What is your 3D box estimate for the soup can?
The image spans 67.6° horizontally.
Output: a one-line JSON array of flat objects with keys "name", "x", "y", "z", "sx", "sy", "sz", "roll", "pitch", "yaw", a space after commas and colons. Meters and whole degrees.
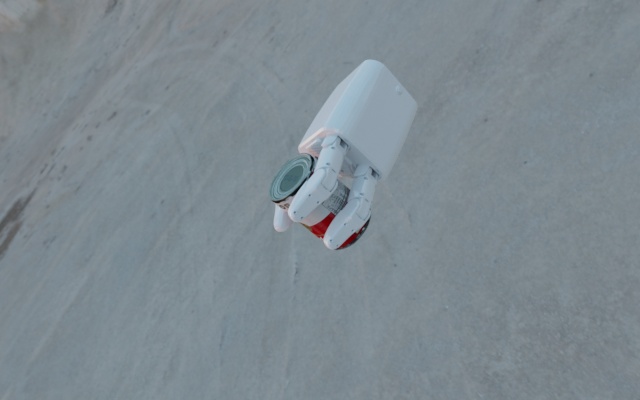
[{"name": "soup can", "x": 0.000, "y": 0.002, "z": 0.542, "sx": 0.102, "sy": 0.068, "sz": 0.068, "roll": 40, "pitch": -23, "yaw": -30}]
